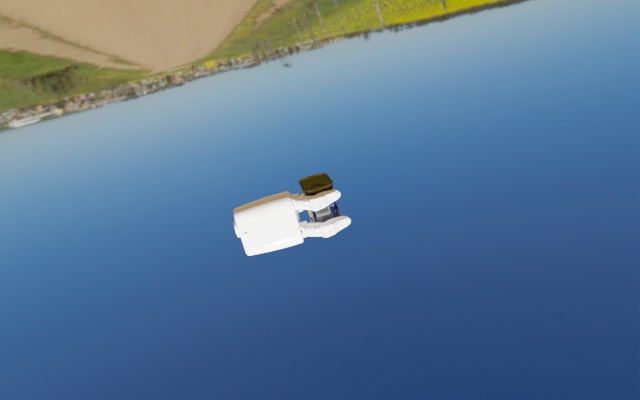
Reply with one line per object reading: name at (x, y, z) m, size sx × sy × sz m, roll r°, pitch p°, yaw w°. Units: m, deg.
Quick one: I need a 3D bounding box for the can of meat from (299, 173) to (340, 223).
can of meat at (0.000, 0.003, 0.898) m, size 0.057 × 0.084 × 0.102 m, roll -16°, pitch 17°, yaw -5°
